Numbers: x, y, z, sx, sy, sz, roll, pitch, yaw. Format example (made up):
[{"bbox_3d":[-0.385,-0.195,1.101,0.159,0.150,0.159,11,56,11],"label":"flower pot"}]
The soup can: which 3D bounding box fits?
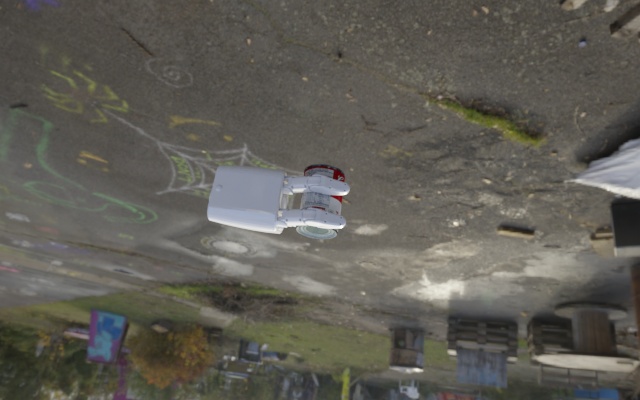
[{"bbox_3d":[0.001,0.003,0.758,0.068,0.102,0.068,7,-23,3],"label":"soup can"}]
